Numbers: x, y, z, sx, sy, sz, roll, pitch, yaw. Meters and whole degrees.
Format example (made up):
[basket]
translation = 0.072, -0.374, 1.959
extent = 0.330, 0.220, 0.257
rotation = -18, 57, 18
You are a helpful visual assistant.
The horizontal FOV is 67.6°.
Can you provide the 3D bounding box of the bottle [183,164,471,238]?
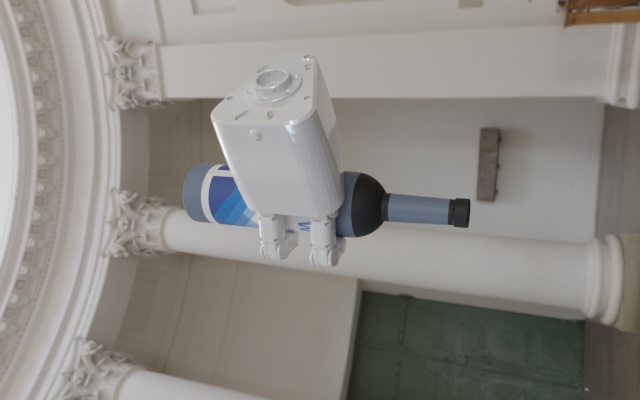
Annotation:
[bottle]
translation = 0.000, 0.002, 0.493
extent = 0.295, 0.069, 0.069
rotation = 4, 1, 21
